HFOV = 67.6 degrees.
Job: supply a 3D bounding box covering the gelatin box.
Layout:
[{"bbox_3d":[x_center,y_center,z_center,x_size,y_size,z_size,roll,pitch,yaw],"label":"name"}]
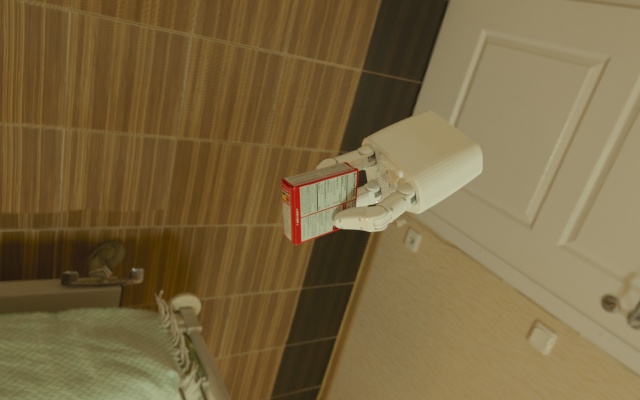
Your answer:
[{"bbox_3d":[0.000,0.002,0.544,0.089,0.073,0.030,-18,33,-30],"label":"gelatin box"}]
